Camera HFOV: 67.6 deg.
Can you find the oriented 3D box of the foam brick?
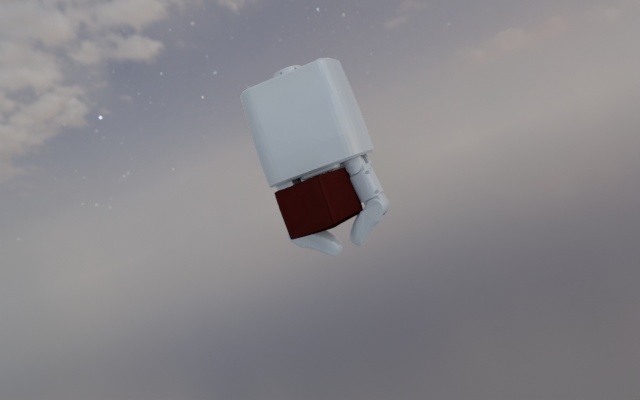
[{"bbox_3d":[0.000,0.002,0.483,0.053,0.051,0.078,-19,2,28],"label":"foam brick"}]
